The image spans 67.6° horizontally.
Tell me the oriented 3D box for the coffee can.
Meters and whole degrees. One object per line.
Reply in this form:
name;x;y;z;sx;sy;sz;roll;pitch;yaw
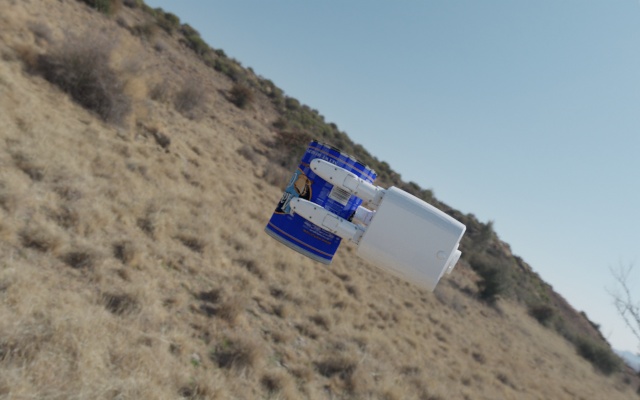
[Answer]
coffee can;0.000;0.002;0.654;0.103;0.140;0.103;28;0;0
